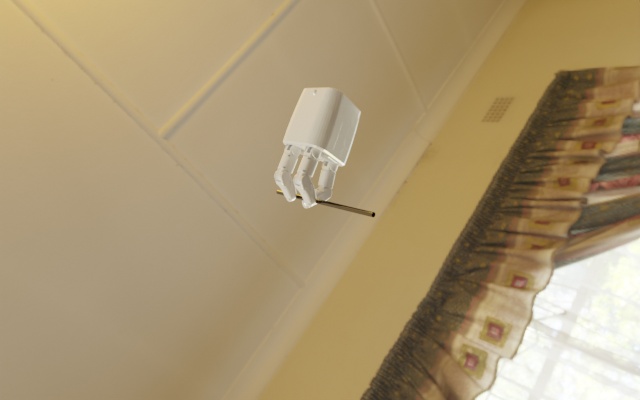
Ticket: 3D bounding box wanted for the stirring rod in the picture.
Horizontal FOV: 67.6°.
[{"bbox_3d":[0.000,0.003,0.799,0.011,0.011,0.239,0,9,-42],"label":"stirring rod"}]
